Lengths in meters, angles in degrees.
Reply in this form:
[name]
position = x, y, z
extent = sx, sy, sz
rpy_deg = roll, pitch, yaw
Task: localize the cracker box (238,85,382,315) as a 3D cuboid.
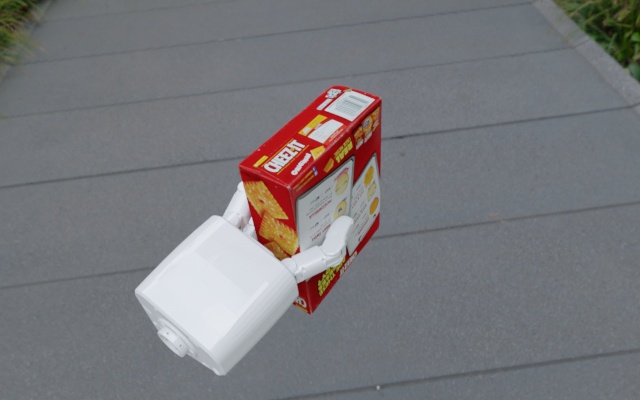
[cracker box]
position = 0.000, 0.002, 0.548
extent = 0.072, 0.214, 0.164
rpy_deg = 25, 53, 26
